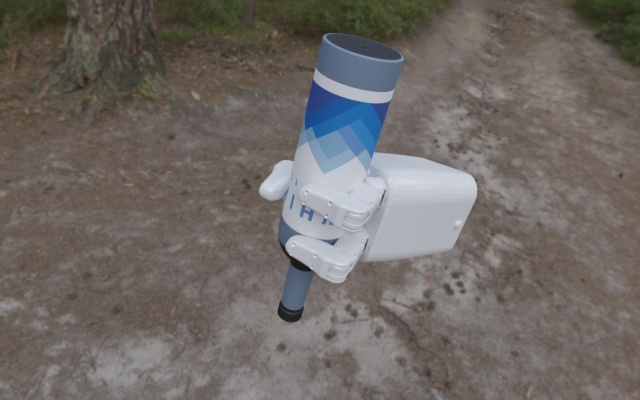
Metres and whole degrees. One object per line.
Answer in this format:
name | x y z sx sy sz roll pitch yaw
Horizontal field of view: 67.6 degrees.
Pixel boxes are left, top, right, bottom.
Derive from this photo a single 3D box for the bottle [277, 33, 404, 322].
bottle | 0.000 0.001 0.450 0.069 0.296 0.069 12 30 -7
